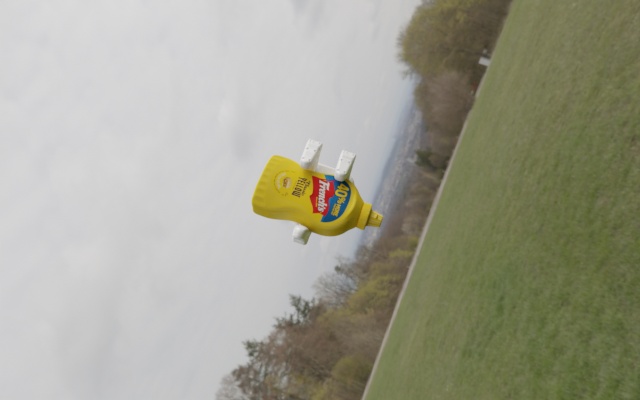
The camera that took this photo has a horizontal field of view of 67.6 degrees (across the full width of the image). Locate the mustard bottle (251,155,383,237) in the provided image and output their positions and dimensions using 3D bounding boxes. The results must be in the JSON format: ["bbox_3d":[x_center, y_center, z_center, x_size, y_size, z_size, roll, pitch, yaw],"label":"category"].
[{"bbox_3d":[0.000,0.002,0.718,0.191,0.096,0.058,19,-28,5],"label":"mustard bottle"}]
